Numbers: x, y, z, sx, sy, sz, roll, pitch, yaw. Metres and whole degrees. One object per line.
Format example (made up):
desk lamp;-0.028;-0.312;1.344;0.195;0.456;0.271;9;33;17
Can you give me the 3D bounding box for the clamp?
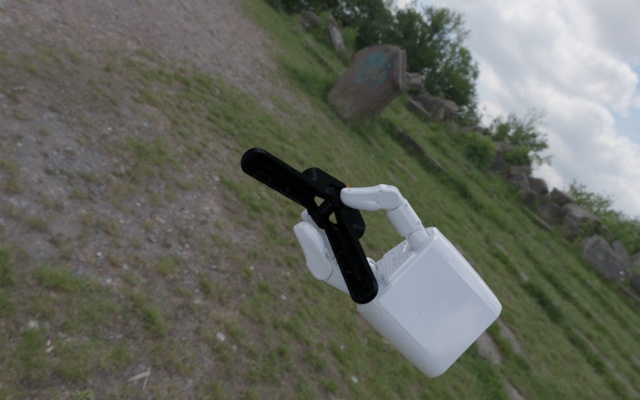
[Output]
clamp;0.001;0.001;0.486;0.036;0.164;0.210;-40;6;14
